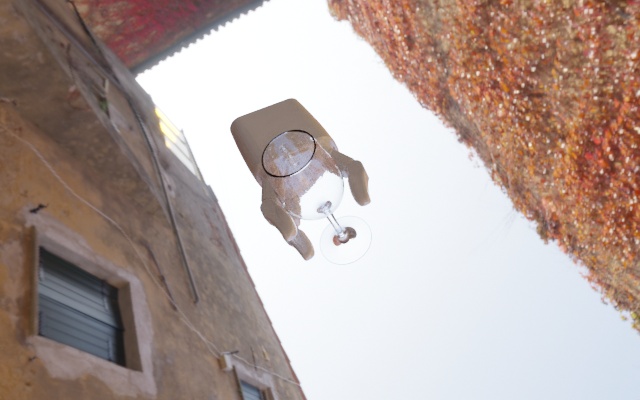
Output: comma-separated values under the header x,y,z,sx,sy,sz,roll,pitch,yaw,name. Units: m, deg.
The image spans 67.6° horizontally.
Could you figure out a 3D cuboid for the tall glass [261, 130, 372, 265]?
x,y,z,sx,sy,sz,roll,pitch,yaw,name
0.000,0.002,0.572,0.079,0.079,0.201,0,-31,23,tall glass
